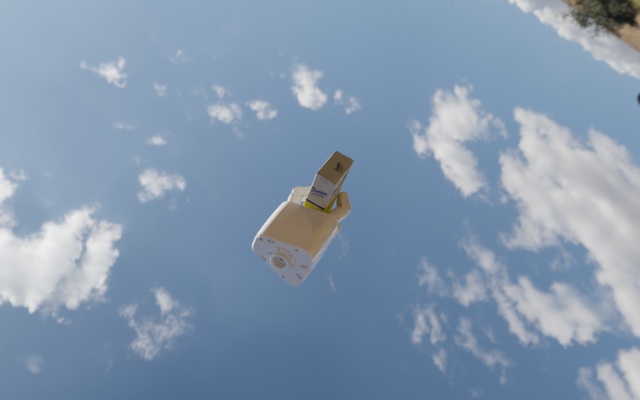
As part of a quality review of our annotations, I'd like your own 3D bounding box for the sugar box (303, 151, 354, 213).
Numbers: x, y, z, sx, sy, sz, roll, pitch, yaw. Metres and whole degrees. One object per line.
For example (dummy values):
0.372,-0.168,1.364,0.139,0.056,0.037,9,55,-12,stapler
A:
0.001,0.003,0.886,0.048,0.176,0.093,31,39,5,sugar box
